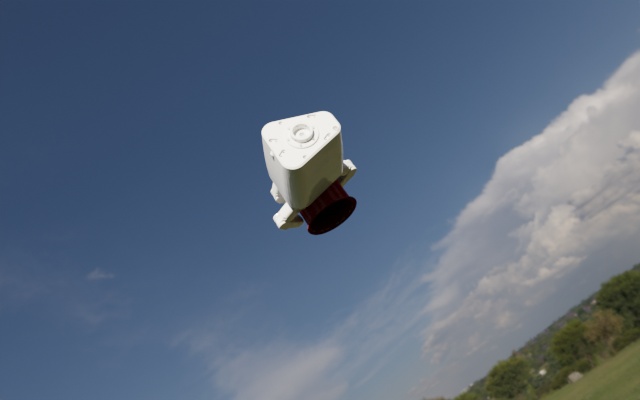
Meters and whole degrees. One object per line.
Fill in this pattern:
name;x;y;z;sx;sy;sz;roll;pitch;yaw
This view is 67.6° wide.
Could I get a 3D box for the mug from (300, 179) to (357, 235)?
mug;0.000;0.003;0.799;0.093;0.081;0.117;-29;-27;-11
